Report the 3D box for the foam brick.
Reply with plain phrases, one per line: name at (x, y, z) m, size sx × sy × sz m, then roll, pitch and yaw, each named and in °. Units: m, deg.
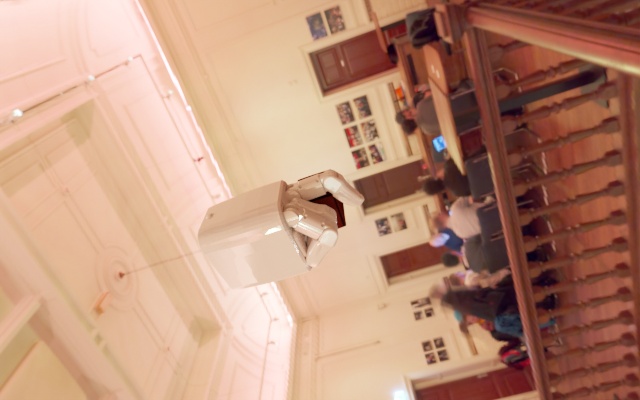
foam brick at (0.000, 0.002, 0.632) m, size 0.051 × 0.053 × 0.078 m, roll -18°, pitch 25°, yaw 9°
